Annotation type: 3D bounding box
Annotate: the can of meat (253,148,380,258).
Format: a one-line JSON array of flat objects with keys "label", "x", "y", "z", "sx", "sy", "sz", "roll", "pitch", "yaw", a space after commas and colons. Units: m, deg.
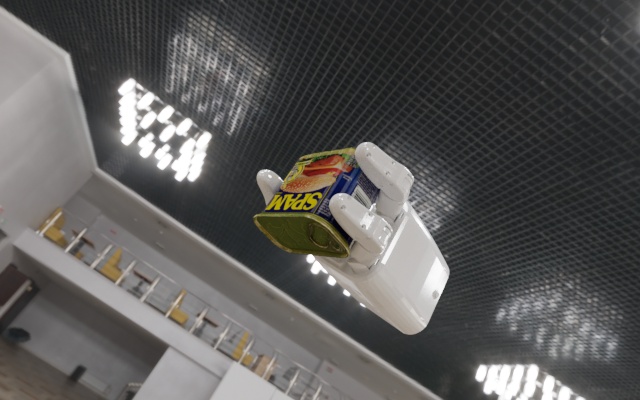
[{"label": "can of meat", "x": 0.000, "y": 0.001, "z": 0.444, "sx": 0.102, "sy": 0.084, "sz": 0.057, "roll": -2, "pitch": -42, "yaw": 48}]
